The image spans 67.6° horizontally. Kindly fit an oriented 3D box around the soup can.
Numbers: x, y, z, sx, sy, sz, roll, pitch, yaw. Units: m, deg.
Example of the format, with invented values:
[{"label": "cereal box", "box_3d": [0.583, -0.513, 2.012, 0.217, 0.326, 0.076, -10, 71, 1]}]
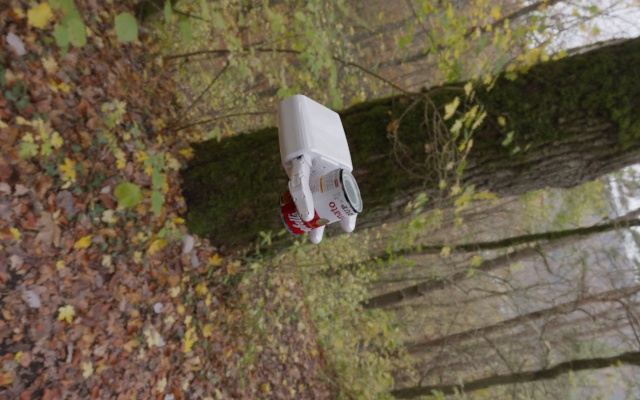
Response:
[{"label": "soup can", "box_3d": [0.000, 0.003, 0.678, 0.102, 0.068, 0.068, -20, -7, 20]}]
